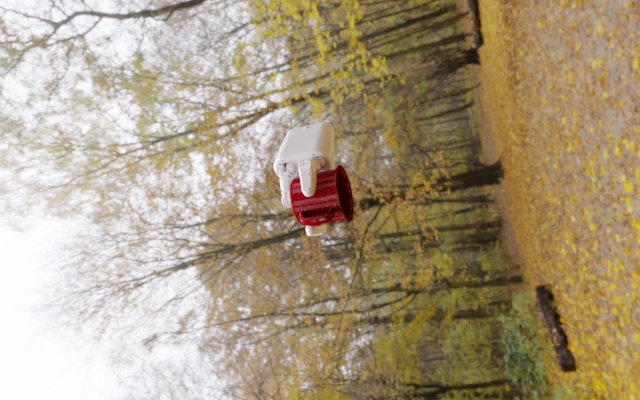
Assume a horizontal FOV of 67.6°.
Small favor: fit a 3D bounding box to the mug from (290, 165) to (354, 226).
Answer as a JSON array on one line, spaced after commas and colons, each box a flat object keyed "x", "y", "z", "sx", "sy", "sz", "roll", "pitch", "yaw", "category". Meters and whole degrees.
[{"x": 0.000, "y": 0.003, "z": 0.759, "sx": 0.081, "sy": 0.093, "sz": 0.117, "roll": -10, "pitch": 34, "yaw": 17, "category": "mug"}]
